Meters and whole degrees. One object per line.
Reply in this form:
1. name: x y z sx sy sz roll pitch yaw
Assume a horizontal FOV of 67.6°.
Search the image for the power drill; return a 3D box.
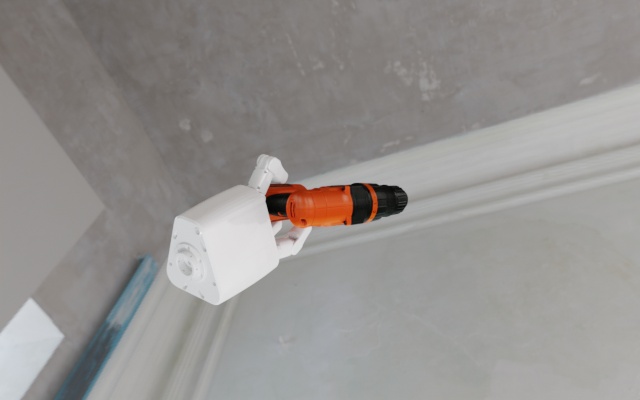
1. power drill: 0.000 0.002 0.654 0.184 0.057 0.187 -3 1 -37
